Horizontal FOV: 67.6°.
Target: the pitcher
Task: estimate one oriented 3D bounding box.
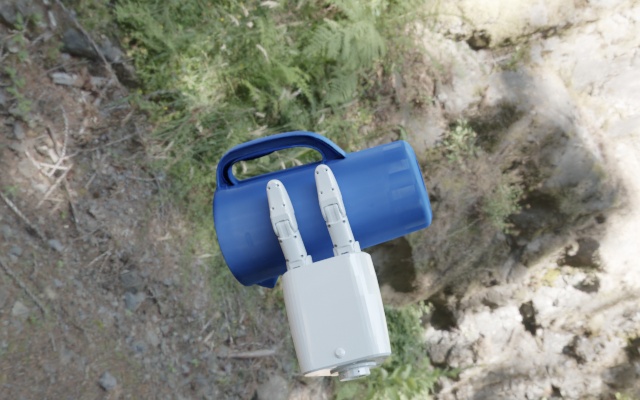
[{"bbox_3d":[0.000,0.002,0.576,0.243,0.145,0.149,-16,-27,8],"label":"pitcher"}]
